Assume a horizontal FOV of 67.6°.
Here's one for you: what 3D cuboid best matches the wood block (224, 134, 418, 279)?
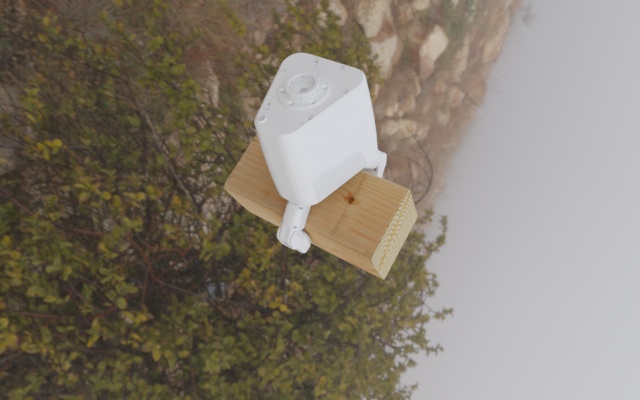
[{"bbox_3d":[0.000,0.002,0.578,0.206,0.091,0.090,25,-14,25],"label":"wood block"}]
